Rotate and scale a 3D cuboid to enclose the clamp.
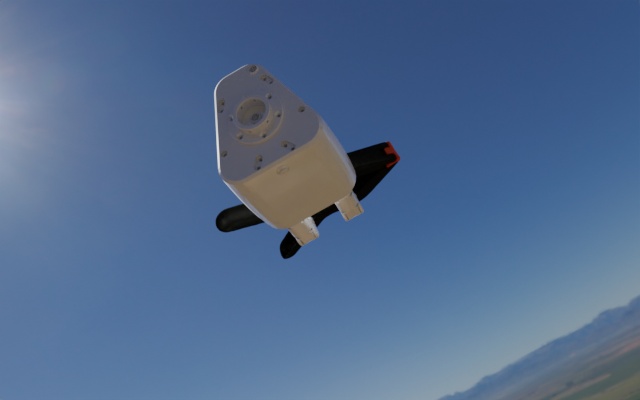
[{"bbox_3d":[0.000,0.001,0.569,0.210,0.036,0.165,-30,-26,4],"label":"clamp"}]
